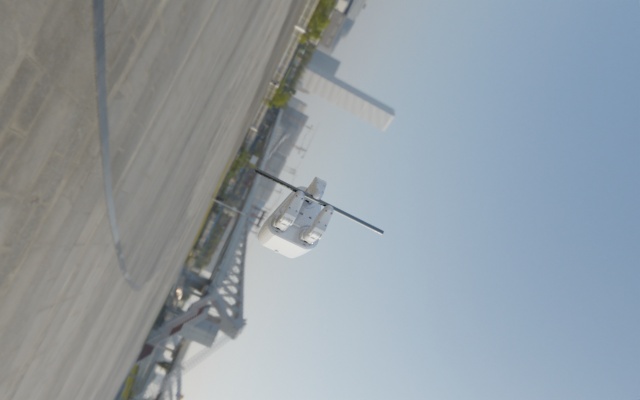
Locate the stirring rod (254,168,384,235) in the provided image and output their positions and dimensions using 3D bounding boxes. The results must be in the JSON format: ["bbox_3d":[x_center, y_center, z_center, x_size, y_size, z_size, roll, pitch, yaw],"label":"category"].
[{"bbox_3d":[0.000,0.003,0.792,0.239,0.011,0.011,26,-5,-10],"label":"stirring rod"}]
